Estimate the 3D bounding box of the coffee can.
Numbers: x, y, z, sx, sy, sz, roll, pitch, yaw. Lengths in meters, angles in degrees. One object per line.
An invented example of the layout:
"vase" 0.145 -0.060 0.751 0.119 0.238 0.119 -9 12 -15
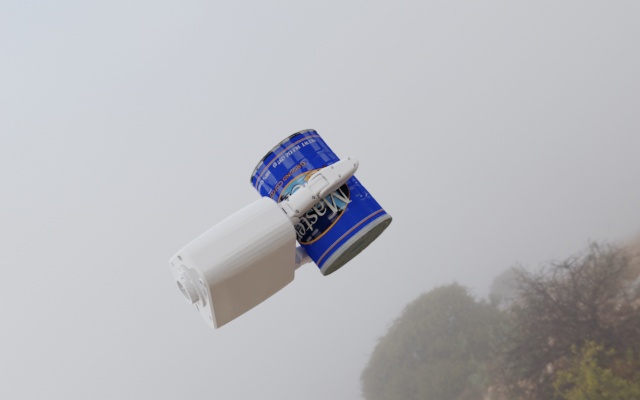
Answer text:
"coffee can" 0.000 0.002 0.559 0.103 0.140 0.103 -37 -14 -11
